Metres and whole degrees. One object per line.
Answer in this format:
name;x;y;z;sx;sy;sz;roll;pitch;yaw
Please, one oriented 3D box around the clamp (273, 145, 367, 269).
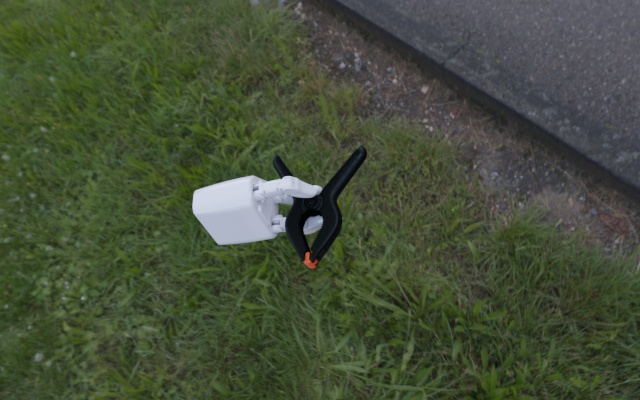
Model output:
clamp;0.000;0.003;0.766;0.164;0.210;0.036;-11;-27;16
